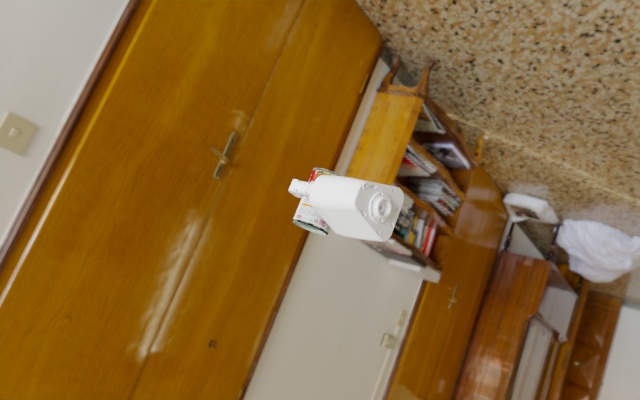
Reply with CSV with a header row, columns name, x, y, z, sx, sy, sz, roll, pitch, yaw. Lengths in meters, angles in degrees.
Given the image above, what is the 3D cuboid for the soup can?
name,x,y,z,sx,sy,sz,roll,pitch,yaw
soup can,0.000,0.003,0.841,0.068,0.102,0.068,21,-11,4
